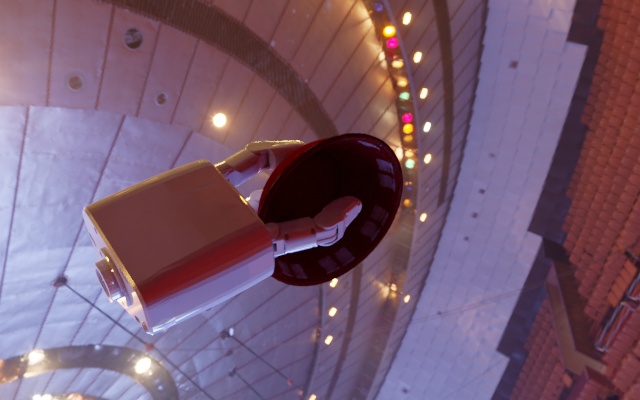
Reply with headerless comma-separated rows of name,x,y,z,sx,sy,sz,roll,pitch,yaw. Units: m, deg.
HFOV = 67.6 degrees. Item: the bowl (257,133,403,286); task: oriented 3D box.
bowl,0.001,0.001,0.459,0.162,0.162,0.055,0,29,-36
